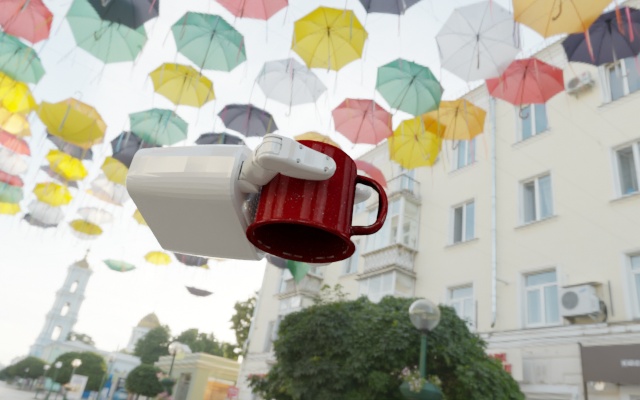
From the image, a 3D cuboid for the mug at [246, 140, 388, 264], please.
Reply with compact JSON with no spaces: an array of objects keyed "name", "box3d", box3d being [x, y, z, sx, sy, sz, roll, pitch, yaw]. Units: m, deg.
[{"name":"mug","box3d":[0.001,0.001,0.415,0.117,0.081,0.093,2,-27,14]}]
